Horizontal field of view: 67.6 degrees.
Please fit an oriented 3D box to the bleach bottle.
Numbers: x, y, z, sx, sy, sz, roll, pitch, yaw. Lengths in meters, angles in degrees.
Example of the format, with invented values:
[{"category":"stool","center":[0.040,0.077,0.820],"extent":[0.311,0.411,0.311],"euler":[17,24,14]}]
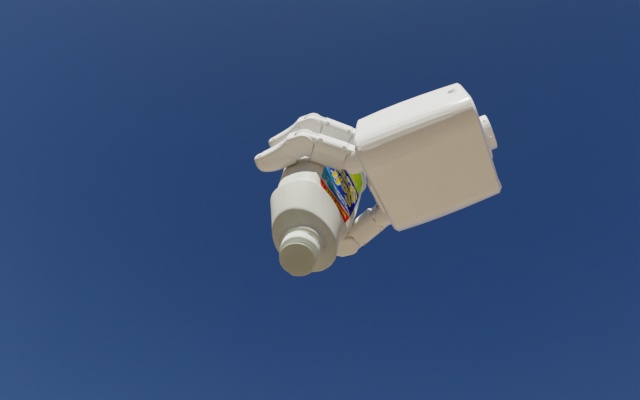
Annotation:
[{"category":"bleach bottle","center":[0.000,0.001,0.473],"extent":[0.068,0.102,0.250],"euler":[-20,20,15]}]
